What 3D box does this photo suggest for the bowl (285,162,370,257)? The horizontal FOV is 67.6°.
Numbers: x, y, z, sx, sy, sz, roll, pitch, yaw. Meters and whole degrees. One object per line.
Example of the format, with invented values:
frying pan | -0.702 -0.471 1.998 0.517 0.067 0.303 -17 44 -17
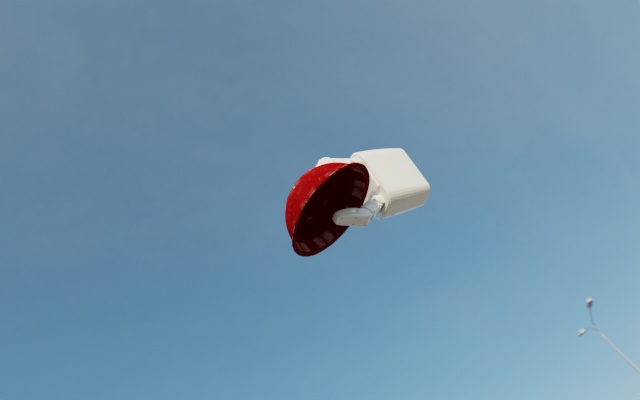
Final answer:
bowl | -0.001 0.002 0.702 0.055 0.162 0.162 37 19 27
